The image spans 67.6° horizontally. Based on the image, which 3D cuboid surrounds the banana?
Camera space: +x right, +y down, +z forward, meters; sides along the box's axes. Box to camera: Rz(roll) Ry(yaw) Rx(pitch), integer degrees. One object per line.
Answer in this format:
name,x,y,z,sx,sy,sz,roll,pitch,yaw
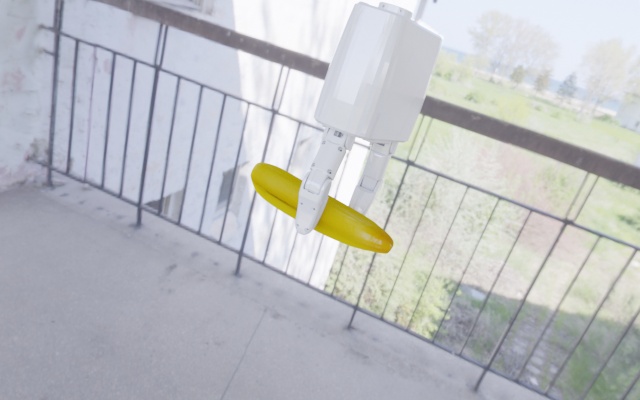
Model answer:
banana,-0.015,-0.001,0.488,0.197,0.037,0.069,31,17,38
